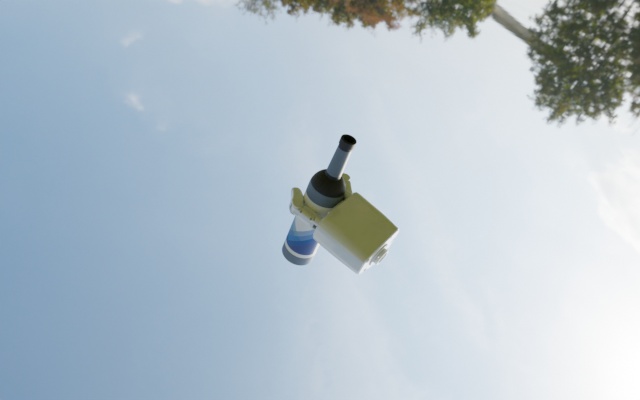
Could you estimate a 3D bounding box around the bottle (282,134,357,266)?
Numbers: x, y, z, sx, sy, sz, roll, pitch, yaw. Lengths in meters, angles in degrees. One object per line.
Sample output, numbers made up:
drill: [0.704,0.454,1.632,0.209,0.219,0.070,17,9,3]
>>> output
bottle: [0.000,0.003,0.872,0.069,0.069,0.296,0,-44,-26]
